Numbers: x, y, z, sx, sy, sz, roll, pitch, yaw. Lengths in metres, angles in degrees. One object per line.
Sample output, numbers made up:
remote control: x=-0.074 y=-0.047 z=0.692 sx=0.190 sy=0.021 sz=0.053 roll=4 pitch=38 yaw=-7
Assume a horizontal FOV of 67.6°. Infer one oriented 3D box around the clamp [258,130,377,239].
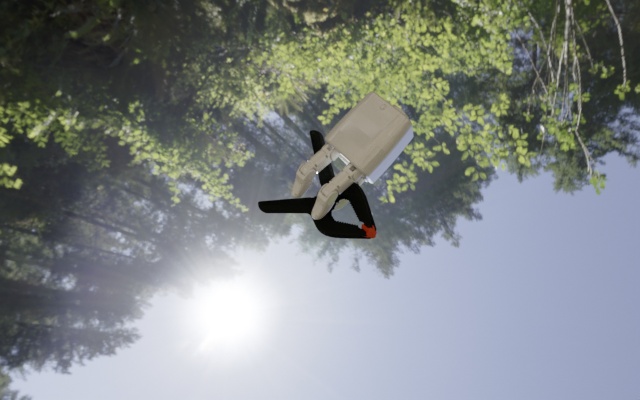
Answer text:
clamp: x=0.001 y=0.003 z=0.766 sx=0.210 sy=0.164 sz=0.036 roll=45 pitch=8 yaw=30
